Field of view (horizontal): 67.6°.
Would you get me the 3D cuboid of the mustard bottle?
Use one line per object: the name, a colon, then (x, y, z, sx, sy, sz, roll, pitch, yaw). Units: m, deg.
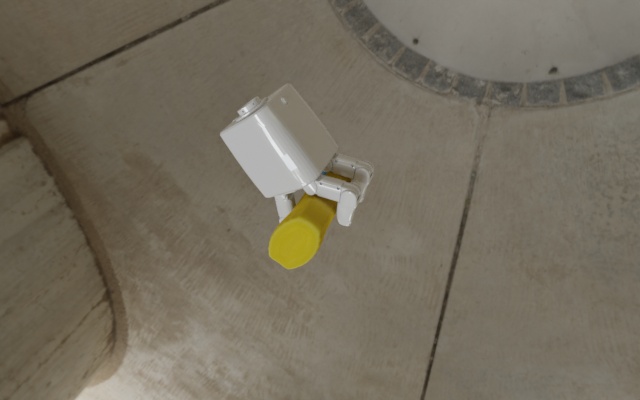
mustard bottle: (0.000, 0.003, 0.649, 0.058, 0.096, 0.191, 34, 42, -1)
